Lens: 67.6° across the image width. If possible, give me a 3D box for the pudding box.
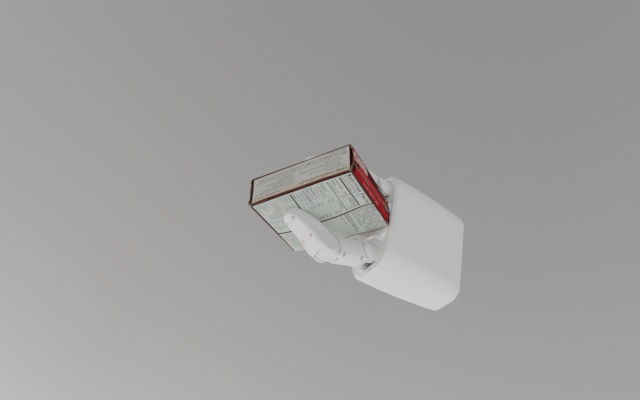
[{"bbox_3d":[0.000,0.002,0.471,0.113,0.039,0.090,-19,-46,20],"label":"pudding box"}]
